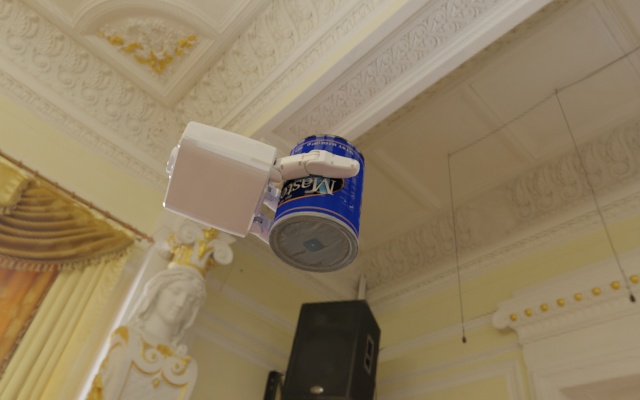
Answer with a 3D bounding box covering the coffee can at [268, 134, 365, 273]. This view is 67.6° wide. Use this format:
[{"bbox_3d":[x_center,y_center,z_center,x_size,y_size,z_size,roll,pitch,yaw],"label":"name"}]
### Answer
[{"bbox_3d":[0.000,0.002,0.586,0.103,0.140,0.103,5,-44,5],"label":"coffee can"}]
